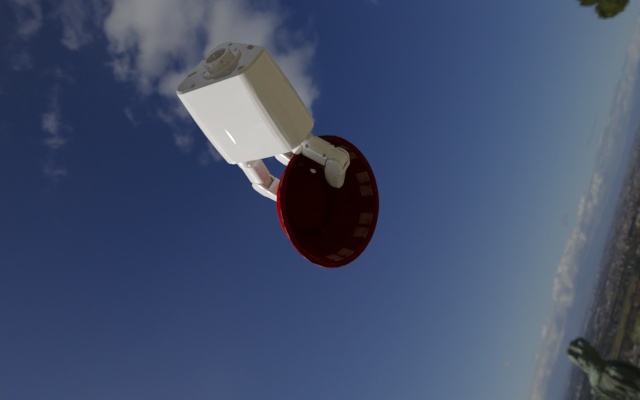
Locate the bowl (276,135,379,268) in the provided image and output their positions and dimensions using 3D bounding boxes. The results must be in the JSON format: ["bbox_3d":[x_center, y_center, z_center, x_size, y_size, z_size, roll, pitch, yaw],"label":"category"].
[{"bbox_3d":[0.000,0.003,0.601,0.162,0.162,0.055,0,-3,-40],"label":"bowl"}]
